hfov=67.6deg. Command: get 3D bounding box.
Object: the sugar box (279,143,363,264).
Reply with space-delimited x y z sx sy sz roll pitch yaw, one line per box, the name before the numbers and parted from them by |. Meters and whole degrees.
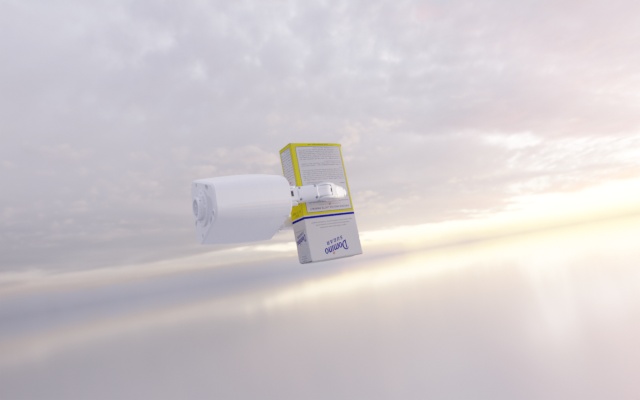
sugar box | 0.000 0.002 0.716 0.093 0.176 0.048 -4 -9 -31
